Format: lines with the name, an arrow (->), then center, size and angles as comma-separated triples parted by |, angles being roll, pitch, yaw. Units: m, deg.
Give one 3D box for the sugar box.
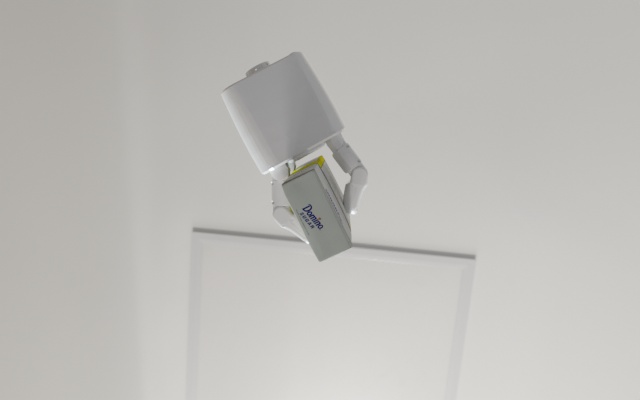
sugar box -> 0.000, 0.002, 0.566 | 0.048, 0.093, 0.176 | -25, 7, 9
